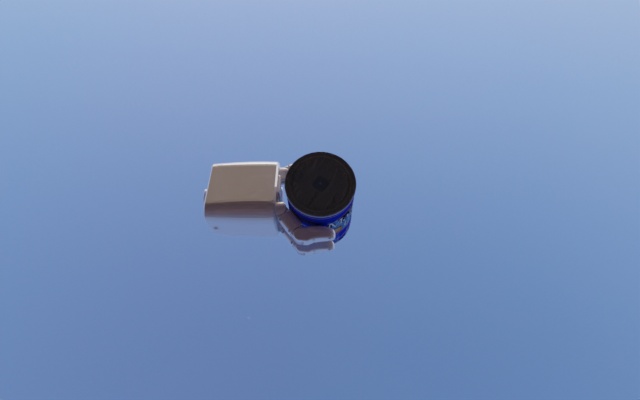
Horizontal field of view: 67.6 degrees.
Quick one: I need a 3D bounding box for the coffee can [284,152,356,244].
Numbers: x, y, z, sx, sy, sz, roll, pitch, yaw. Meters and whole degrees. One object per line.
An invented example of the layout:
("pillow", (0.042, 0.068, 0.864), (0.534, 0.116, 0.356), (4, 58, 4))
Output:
("coffee can", (0.000, 0.002, 0.741), (0.103, 0.102, 0.140), (0, -23, 0))
